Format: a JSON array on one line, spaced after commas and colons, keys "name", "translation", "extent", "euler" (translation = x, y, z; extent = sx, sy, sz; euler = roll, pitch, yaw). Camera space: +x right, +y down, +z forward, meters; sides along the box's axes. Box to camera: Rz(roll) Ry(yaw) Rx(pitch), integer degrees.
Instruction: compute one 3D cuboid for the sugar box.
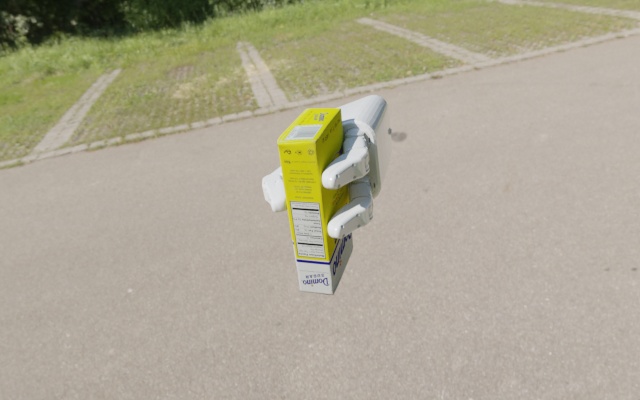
[{"name": "sugar box", "translation": [0.001, 0.001, 0.503], "extent": [0.048, 0.176, 0.093], "euler": [1, 30, 19]}]
